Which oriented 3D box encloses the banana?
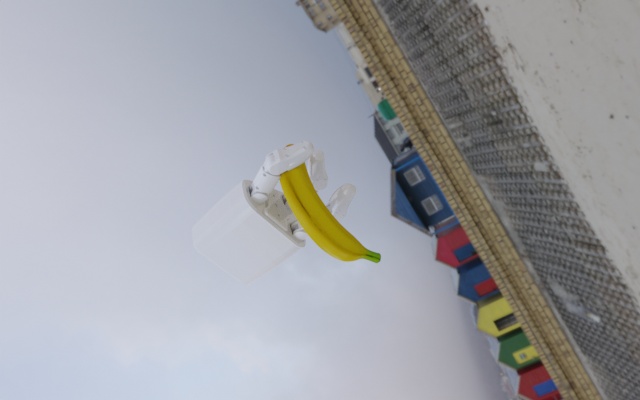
[{"bbox_3d":[-0.008,0.004,0.573,0.037,0.197,0.069,-46,-25,23],"label":"banana"}]
